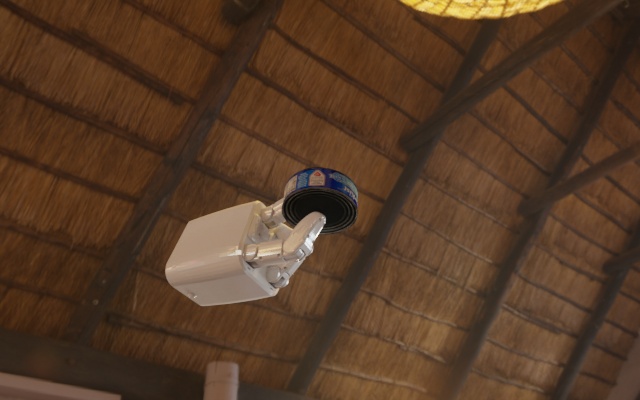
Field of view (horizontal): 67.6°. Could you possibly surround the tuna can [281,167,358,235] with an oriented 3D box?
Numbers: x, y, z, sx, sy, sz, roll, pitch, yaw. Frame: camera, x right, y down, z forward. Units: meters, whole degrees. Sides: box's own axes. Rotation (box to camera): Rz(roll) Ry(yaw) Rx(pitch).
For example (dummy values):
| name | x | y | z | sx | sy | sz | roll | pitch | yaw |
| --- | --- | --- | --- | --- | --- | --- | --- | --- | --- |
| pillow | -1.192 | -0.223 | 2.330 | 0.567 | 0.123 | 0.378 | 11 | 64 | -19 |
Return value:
| name | x | y | z | sx | sy | sz | roll | pitch | yaw |
| --- | --- | --- | --- | --- | --- | --- | --- | --- | --- |
| tuna can | 0.000 | 0.001 | 0.544 | 0.086 | 0.033 | 0.086 | 3 | -38 | 2 |
